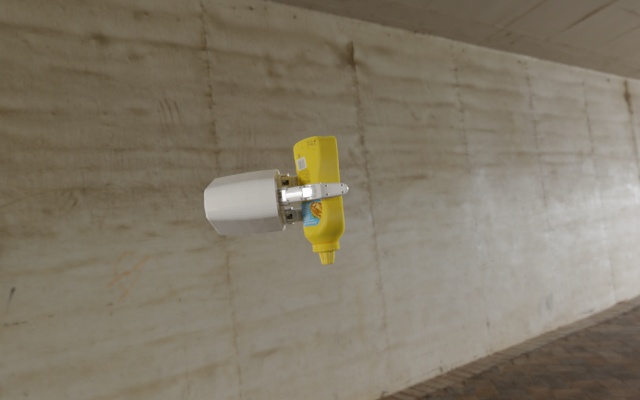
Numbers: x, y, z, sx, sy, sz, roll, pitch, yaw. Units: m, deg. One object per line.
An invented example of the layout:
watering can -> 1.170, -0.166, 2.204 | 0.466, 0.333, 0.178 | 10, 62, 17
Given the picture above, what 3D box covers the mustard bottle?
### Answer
mustard bottle -> 0.000, 0.002, 0.735 | 0.058, 0.191, 0.096 | -5, -3, -26
